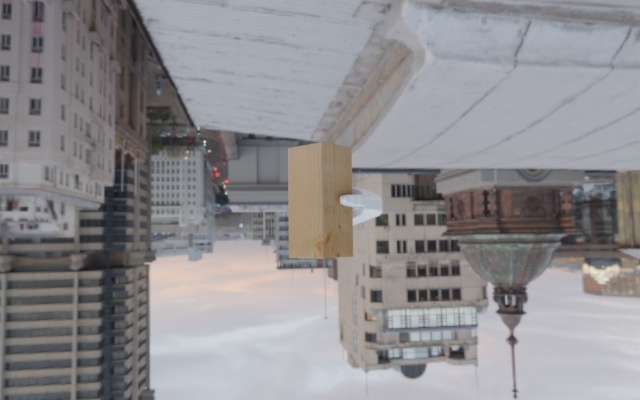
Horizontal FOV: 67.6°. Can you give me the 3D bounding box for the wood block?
[{"bbox_3d":[0.001,0.003,0.894,0.091,0.206,0.090,-5,-6,41],"label":"wood block"}]
